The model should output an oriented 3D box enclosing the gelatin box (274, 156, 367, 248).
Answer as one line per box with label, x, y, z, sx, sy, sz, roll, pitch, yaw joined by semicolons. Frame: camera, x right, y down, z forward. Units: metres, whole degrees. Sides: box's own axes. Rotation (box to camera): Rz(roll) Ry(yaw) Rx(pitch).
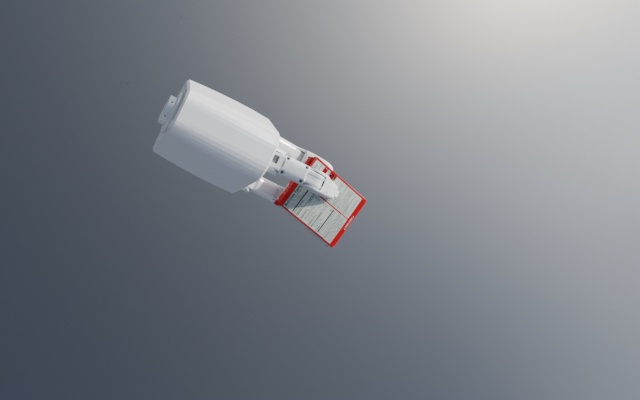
gelatin box;0.001;0.002;0.576;0.089;0.073;0.030;40;-12;-18
